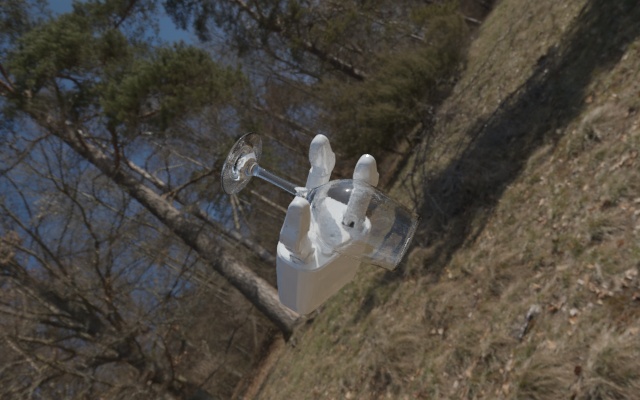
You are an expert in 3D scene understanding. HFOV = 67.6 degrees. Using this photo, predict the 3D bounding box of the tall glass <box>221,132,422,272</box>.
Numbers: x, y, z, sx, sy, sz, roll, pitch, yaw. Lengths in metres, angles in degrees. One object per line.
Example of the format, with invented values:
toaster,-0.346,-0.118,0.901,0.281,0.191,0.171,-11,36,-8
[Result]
tall glass,-0.001,0.001,0.496,0.201,0.079,0.079,26,7,15
